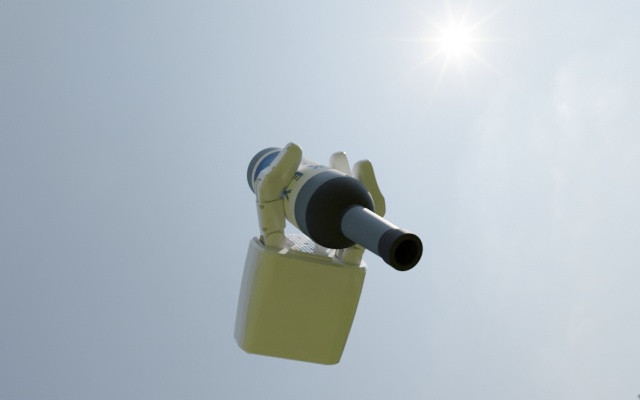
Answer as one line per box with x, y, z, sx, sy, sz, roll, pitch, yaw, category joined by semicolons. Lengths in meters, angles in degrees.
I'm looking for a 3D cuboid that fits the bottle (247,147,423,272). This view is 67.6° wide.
0.000;0.001;0.451;0.069;0.069;0.295;0;13;-24;bottle
